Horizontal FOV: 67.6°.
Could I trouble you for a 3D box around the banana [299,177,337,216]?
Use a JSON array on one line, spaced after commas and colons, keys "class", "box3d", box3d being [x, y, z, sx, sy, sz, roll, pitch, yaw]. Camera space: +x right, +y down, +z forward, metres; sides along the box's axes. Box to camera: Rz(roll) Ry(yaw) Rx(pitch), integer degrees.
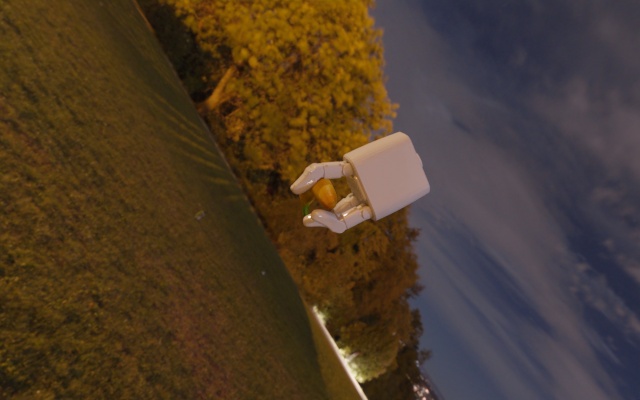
[{"class": "banana", "box3d": [-0.006, -0.015, 0.808, 0.037, 0.069, 0.198, -17, -1, -13]}]
